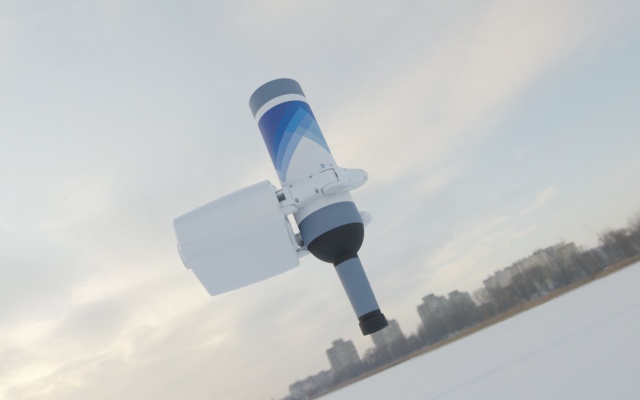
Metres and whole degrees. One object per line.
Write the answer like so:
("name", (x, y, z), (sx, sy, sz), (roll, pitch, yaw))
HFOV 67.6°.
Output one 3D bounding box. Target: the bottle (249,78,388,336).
("bottle", (0.000, 0.001, 0.520), (0.069, 0.295, 0.069), (-20, -21, -8))
